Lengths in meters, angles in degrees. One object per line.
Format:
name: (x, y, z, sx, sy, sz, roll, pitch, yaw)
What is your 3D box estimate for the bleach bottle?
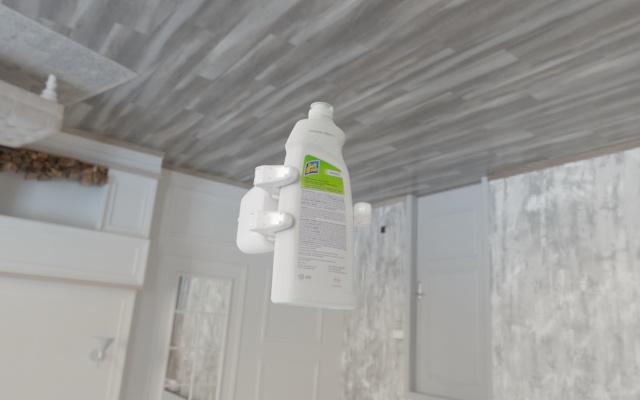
bleach bottle: (0.000, 0.002, 0.586, 0.102, 0.250, 0.068, 11, -16, -25)
